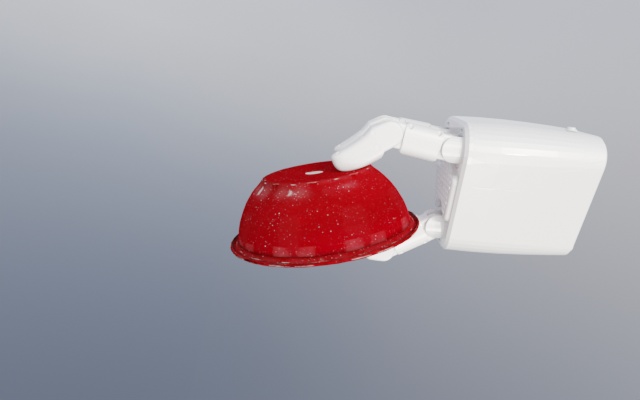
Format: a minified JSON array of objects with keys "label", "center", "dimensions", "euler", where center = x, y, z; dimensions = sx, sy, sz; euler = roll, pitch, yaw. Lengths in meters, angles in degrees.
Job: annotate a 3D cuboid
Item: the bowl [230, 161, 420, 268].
[{"label":"bowl","center":[-0.001,0.001,0.405],"dimensions":[0.162,0.055,0.162],"euler":[-8,14,2]}]
